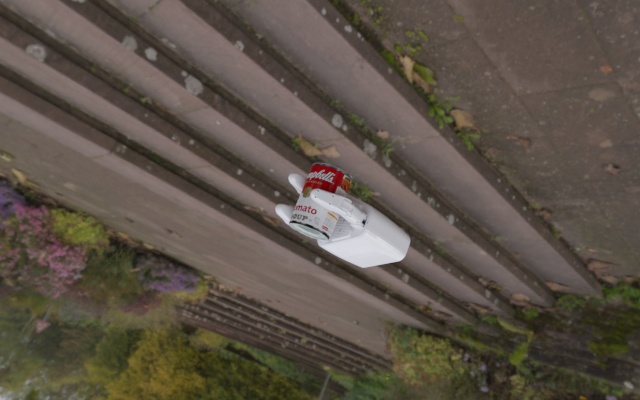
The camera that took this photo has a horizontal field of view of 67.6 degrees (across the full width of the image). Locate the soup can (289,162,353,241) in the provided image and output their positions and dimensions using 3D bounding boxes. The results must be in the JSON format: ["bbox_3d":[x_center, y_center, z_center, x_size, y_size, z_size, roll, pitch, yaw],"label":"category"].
[{"bbox_3d":[0.000,0.002,0.732,0.068,0.102,0.068,21,-15,6],"label":"soup can"}]
